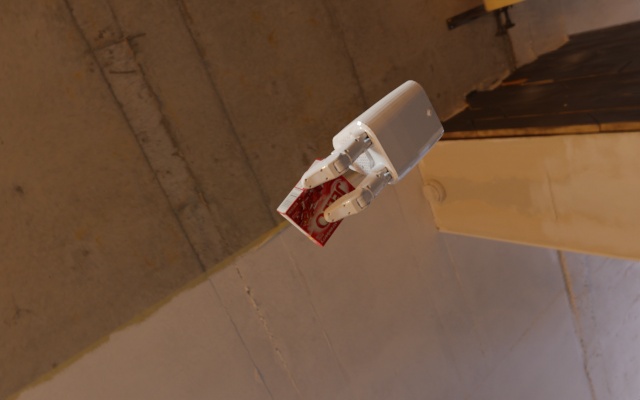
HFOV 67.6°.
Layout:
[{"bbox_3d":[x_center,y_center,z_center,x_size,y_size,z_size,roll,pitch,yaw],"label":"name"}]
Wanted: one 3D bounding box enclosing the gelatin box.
[{"bbox_3d":[0.000,0.002,0.615,0.073,0.089,0.030,43,-12,-27],"label":"gelatin box"}]
